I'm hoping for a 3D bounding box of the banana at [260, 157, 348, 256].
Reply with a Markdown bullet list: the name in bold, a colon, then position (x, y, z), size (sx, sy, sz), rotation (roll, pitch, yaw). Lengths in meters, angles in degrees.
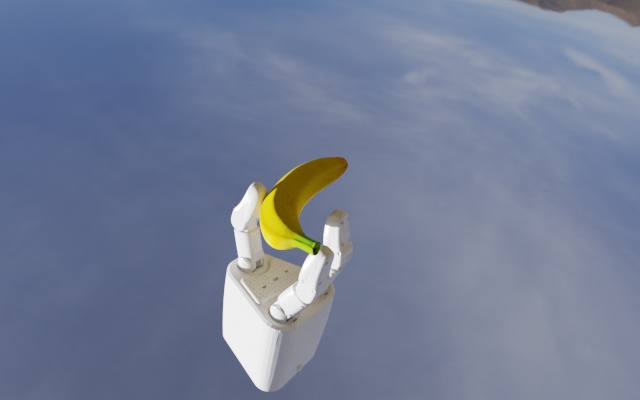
- **banana**: position (-0.019, -0.001, 0.487), size (0.069, 0.037, 0.197), rotation (13, 30, 4)
